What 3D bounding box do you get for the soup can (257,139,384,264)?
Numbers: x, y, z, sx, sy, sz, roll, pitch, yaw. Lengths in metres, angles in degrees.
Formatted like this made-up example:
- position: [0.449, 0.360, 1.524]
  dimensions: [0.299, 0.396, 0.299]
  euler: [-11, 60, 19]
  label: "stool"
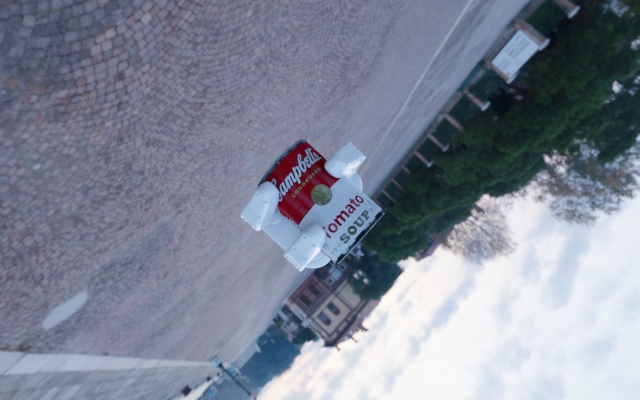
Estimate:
- position: [0.000, 0.002, 0.445]
  dimensions: [0.102, 0.068, 0.068]
  euler: [42, 5, 6]
  label: "soup can"
